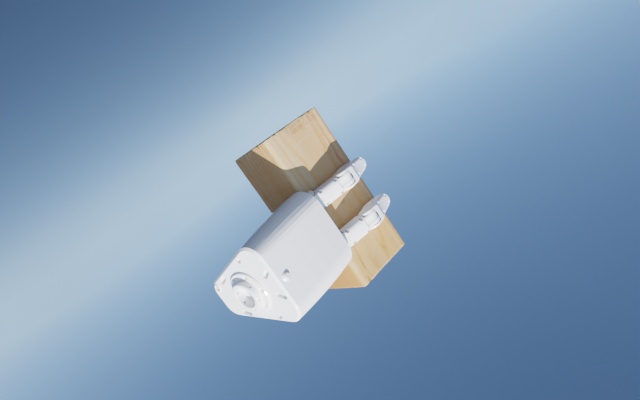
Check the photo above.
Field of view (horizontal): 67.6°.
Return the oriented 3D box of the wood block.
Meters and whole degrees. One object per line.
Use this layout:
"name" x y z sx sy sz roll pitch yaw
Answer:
"wood block" 0.000 0.002 0.601 0.090 0.206 0.091 -41 13 -32
